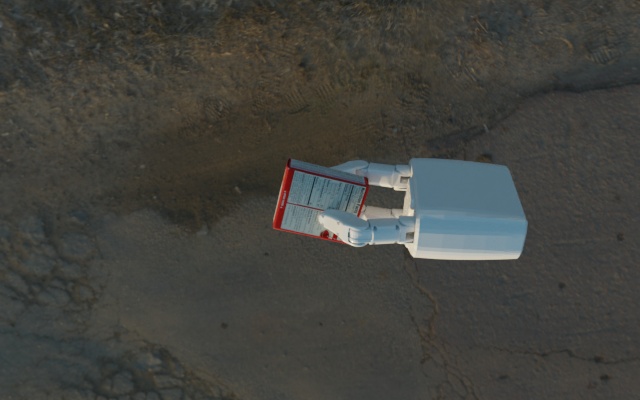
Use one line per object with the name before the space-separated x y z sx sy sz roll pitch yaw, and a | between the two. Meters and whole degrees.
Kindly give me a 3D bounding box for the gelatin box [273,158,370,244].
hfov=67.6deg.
gelatin box | 0.000 0.002 0.509 0.089 0.073 0.030 12 25 -7
